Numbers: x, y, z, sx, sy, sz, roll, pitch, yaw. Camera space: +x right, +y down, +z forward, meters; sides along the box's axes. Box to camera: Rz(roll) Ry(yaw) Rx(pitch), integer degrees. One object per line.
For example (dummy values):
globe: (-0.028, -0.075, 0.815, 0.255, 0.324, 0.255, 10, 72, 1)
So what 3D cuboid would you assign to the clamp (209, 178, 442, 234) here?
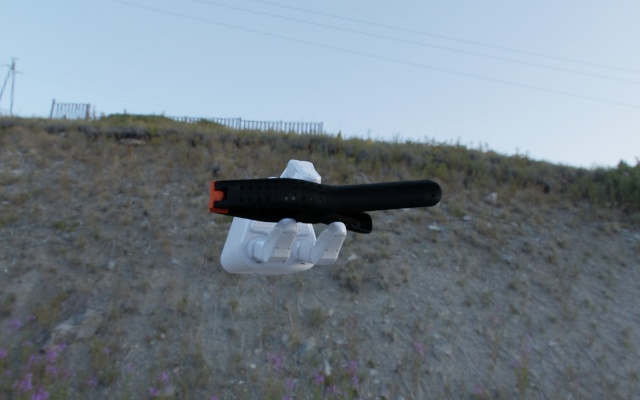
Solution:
clamp: (-0.001, 0.001, 0.472, 0.210, 0.036, 0.164, 7, -17, -25)
